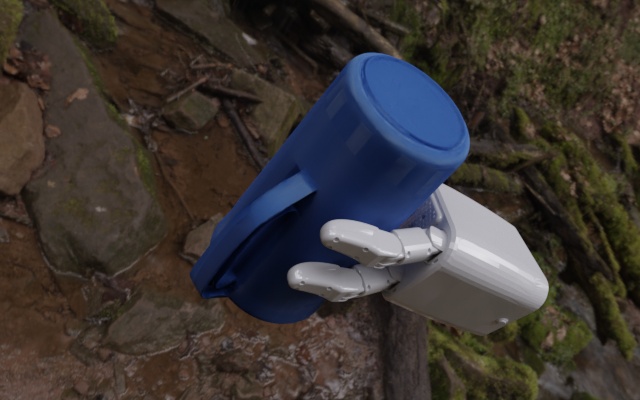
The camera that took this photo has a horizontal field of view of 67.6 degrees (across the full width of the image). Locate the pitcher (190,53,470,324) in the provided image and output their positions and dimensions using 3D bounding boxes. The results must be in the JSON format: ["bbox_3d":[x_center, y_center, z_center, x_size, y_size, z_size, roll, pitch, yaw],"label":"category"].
[{"bbox_3d":[0.000,0.001,0.404,0.145,0.149,0.243,26,-46,-17],"label":"pitcher"}]
